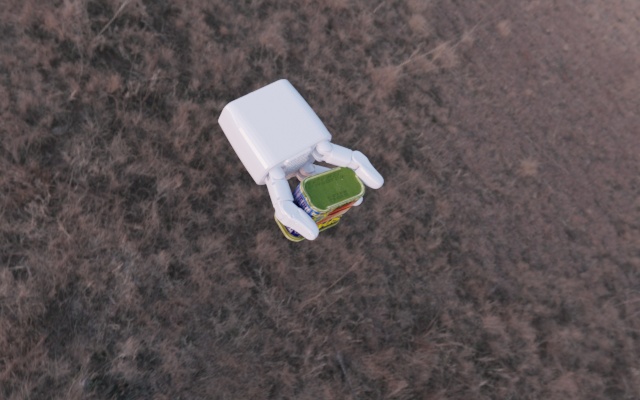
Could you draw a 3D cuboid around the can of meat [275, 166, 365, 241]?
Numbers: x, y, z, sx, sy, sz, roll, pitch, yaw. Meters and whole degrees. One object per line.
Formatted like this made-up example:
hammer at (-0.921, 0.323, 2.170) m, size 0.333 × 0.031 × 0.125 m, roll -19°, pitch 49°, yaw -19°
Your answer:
can of meat at (0.000, 0.002, 0.650) m, size 0.102 × 0.057 × 0.084 m, roll -21°, pitch -17°, yaw -38°
